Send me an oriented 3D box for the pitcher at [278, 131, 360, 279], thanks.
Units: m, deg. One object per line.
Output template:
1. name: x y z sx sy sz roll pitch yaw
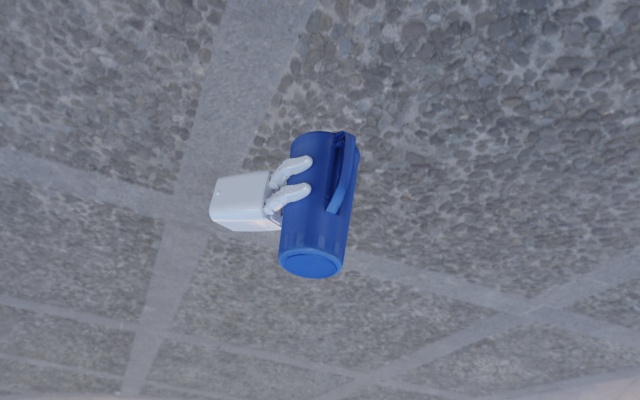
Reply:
1. pitcher: 0.000 0.003 0.832 0.145 0.242 0.149 -4 -34 18
